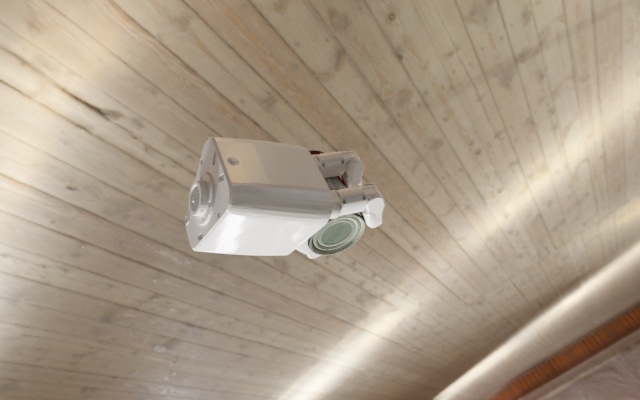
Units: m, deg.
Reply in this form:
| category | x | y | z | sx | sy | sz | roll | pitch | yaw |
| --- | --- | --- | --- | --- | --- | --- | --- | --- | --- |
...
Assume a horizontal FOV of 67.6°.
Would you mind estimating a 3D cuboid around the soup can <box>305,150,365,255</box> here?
| category | x | y | z | sx | sy | sz | roll | pitch | yaw |
| --- | --- | --- | --- | --- | --- | --- | --- | --- | --- |
| soup can | 0.001 | 0.002 | 0.536 | 0.068 | 0.102 | 0.069 | -16 | -39 | -14 |
